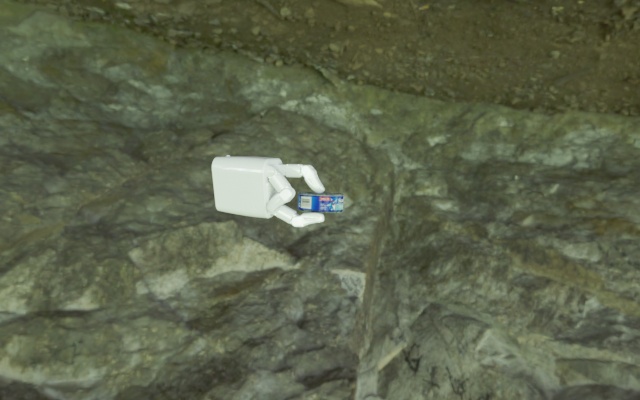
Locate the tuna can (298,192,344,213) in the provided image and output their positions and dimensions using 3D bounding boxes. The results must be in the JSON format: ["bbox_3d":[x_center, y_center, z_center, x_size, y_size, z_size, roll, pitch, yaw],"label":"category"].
[{"bbox_3d":[0.000,0.003,0.889,0.086,0.034,0.086,2,3,0],"label":"tuna can"}]
